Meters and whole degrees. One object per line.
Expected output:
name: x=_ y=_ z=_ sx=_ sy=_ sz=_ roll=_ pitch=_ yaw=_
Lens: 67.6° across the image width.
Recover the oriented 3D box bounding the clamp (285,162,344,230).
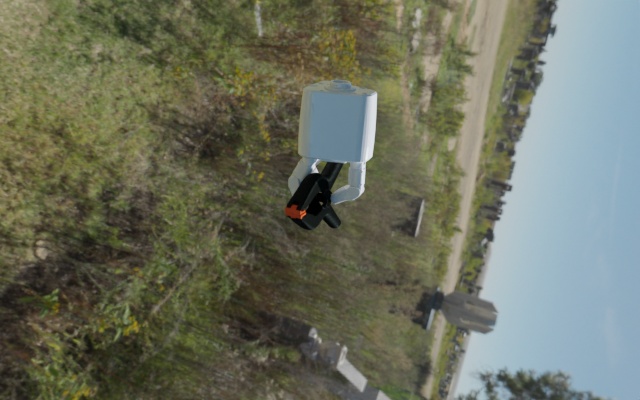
clamp: x=0.001 y=0.003 z=0.809 sx=0.036 sy=0.165 sz=0.210 roll=12 pitch=26 yaw=21
